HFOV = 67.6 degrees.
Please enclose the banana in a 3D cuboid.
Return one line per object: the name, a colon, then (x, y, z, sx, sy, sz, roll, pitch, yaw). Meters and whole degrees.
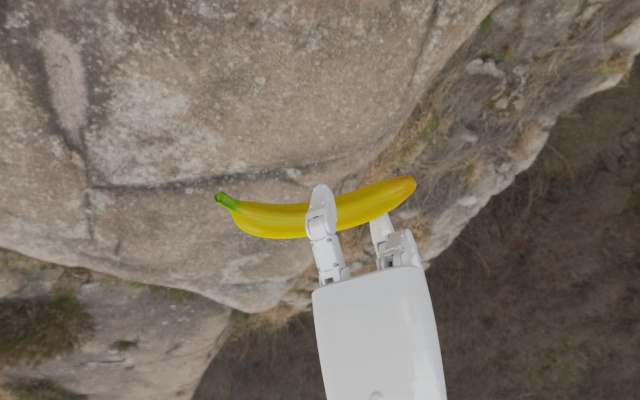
banana: (-0.002, 0.010, 0.488, 0.198, 0.037, 0.070, -7, -27, 0)
